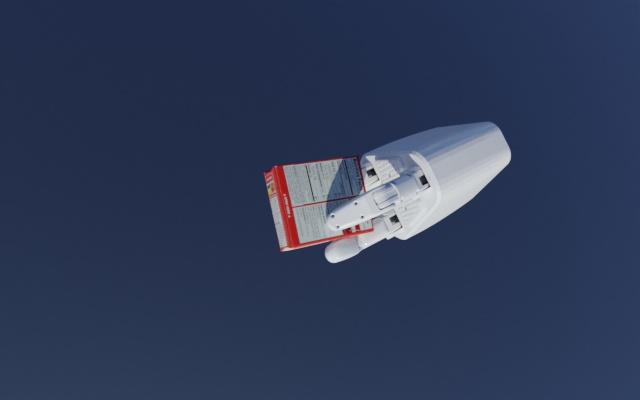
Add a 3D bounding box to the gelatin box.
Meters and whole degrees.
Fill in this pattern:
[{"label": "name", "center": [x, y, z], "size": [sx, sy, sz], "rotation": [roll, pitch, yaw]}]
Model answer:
[{"label": "gelatin box", "center": [0.000, 0.001, 0.432], "size": [0.089, 0.073, 0.030], "rotation": [-10, -6, -29]}]
